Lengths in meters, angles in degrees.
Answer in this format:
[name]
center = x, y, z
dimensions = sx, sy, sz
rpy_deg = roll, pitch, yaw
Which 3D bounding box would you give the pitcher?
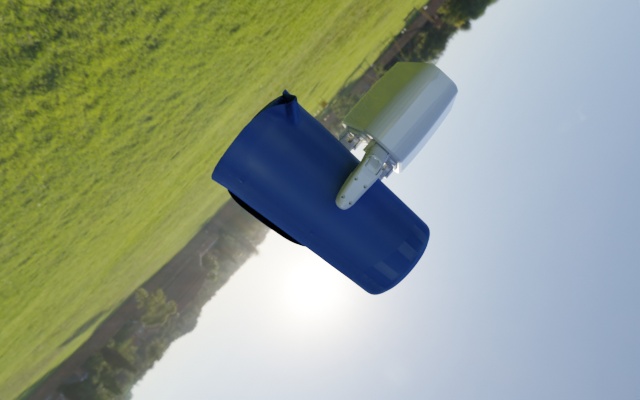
[pitcher]
center = 0.000, 0.002, 0.566
dimensions = 0.243, 0.145, 0.149
rpy_deg = 40, 1, -5
